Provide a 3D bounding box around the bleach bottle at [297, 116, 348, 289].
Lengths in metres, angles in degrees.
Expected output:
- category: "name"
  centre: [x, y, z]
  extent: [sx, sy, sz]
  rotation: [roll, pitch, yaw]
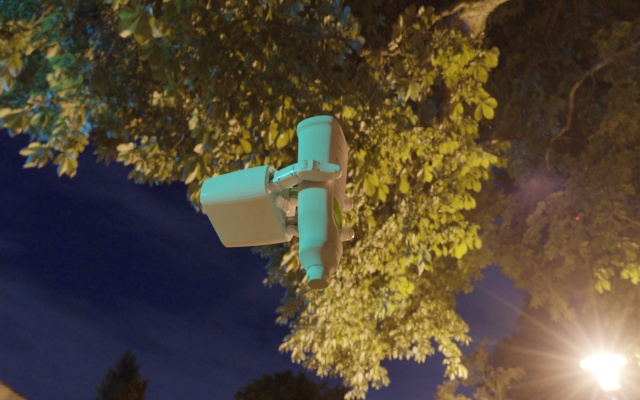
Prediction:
- category: "bleach bottle"
  centre: [0.000, 0.002, 0.675]
  extent: [0.068, 0.250, 0.103]
  rotation: [-9, -39, 16]
